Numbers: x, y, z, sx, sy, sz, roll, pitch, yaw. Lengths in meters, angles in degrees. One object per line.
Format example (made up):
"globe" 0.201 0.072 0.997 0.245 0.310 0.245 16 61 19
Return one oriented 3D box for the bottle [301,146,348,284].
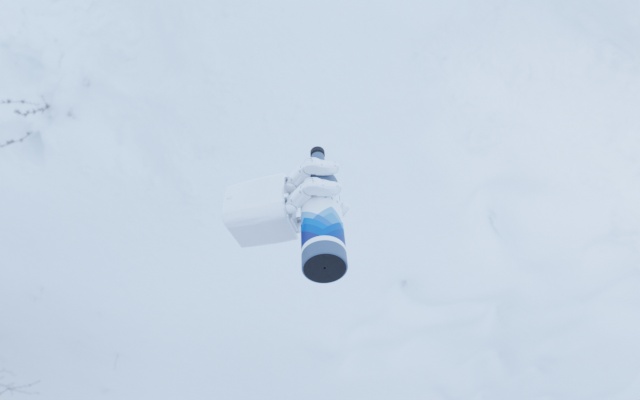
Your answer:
"bottle" 0.000 0.003 0.791 0.069 0.069 0.295 0 40 -3
